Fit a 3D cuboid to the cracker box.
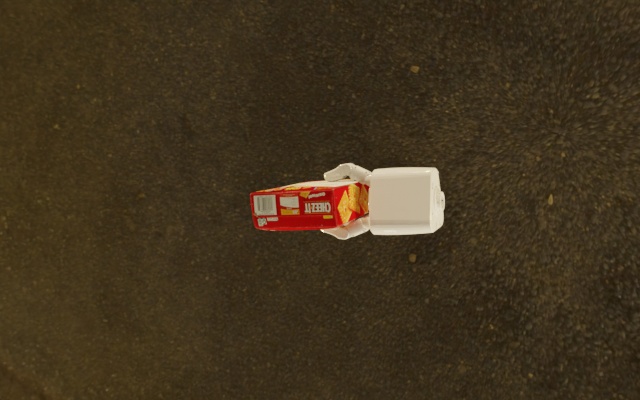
[{"bbox_3d":[0.000,0.003,0.878,0.164,0.072,0.213,-3,6,27],"label":"cracker box"}]
